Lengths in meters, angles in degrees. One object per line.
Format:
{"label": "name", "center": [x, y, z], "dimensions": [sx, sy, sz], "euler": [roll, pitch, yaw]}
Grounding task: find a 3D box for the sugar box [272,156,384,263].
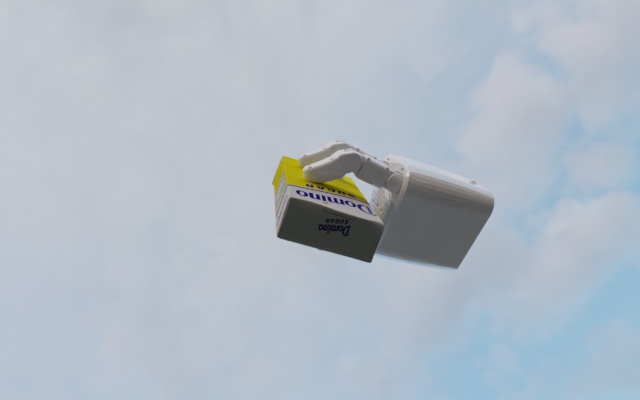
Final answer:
{"label": "sugar box", "center": [0.000, 0.001, 0.499], "dimensions": [0.093, 0.048, 0.176], "euler": [17, 12, -12]}
